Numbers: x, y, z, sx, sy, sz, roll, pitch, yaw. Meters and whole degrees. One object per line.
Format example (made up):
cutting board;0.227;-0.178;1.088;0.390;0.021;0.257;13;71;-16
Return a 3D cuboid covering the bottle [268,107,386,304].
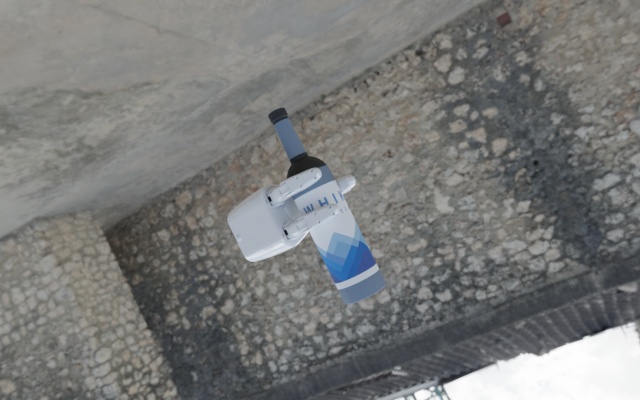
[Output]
bottle;0.000;0.002;0.692;0.069;0.295;0.069;-26;-2;-1
